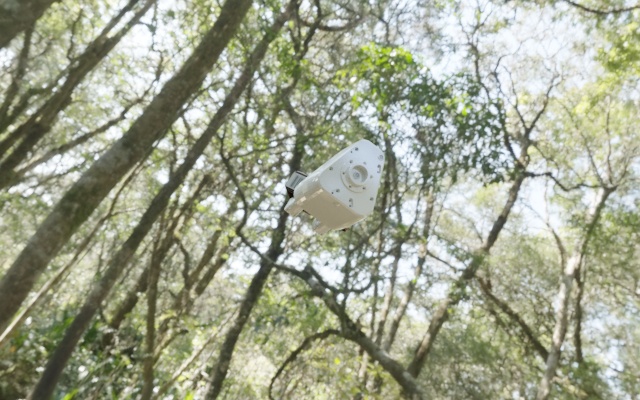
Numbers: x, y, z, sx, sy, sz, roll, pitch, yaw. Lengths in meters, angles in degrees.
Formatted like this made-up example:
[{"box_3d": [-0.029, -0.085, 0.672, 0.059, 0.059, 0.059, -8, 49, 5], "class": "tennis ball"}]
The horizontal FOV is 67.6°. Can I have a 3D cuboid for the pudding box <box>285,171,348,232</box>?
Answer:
[{"box_3d": [0.000, 0.003, 0.824, 0.113, 0.039, 0.090, 27, -19, 17], "class": "pudding box"}]
